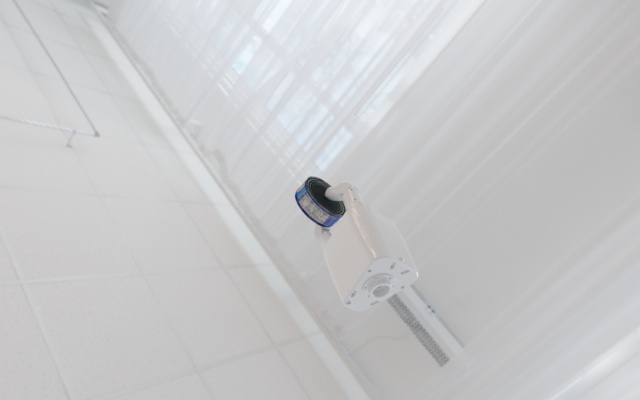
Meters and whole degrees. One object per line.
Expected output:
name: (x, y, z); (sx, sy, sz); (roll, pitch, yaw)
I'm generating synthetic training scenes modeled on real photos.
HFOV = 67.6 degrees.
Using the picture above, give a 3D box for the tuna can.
tuna can: (0.000, 0.003, 0.783); (0.034, 0.086, 0.086); (-46, -23, 24)
